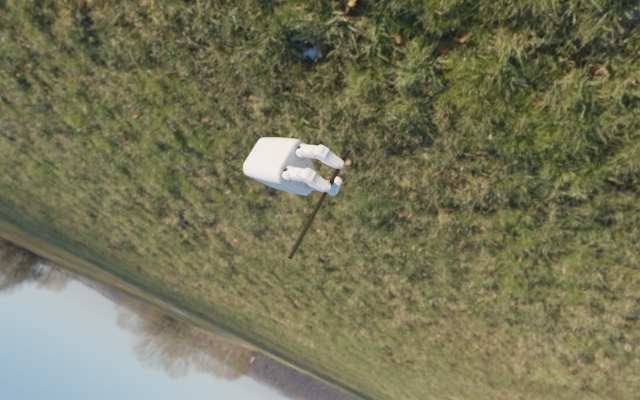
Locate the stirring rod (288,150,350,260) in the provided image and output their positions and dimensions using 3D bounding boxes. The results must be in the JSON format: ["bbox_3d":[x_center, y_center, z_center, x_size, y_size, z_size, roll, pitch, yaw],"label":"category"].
[{"bbox_3d":[0.000,0.003,0.880,0.011,0.239,0.011,25,-21,10],"label":"stirring rod"}]
